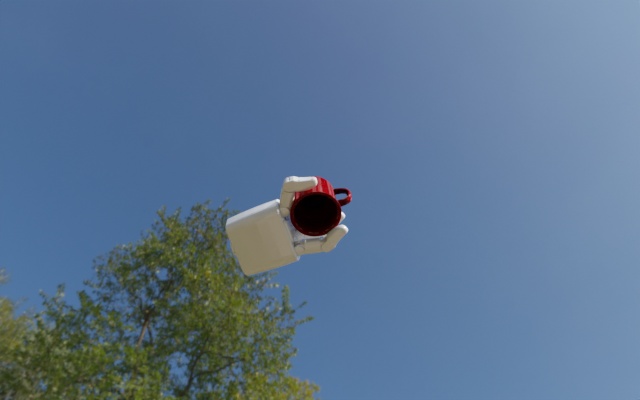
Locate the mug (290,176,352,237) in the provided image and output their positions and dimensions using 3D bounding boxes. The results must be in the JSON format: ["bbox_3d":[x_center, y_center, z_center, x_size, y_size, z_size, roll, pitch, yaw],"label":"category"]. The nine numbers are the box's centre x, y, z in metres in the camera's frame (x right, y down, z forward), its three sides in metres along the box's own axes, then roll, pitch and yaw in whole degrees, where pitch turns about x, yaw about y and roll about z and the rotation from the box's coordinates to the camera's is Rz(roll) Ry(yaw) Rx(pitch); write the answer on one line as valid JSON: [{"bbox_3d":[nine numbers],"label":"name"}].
[{"bbox_3d":[0.001,0.002,0.885,0.117,0.093,0.081,-19,28,5],"label":"mug"}]
